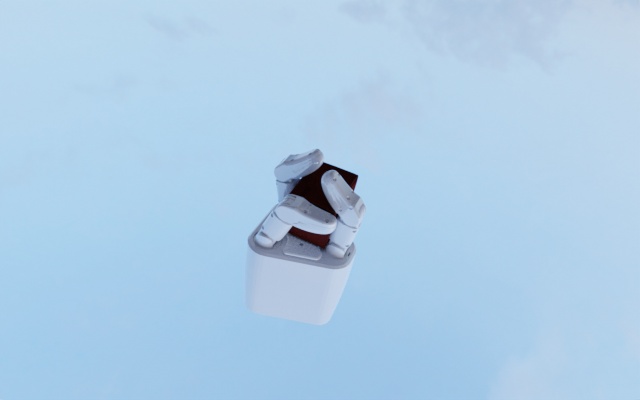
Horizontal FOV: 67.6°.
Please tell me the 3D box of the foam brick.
[{"bbox_3d":[0.000,0.002,0.518,0.053,0.051,0.078,23,40,11],"label":"foam brick"}]
